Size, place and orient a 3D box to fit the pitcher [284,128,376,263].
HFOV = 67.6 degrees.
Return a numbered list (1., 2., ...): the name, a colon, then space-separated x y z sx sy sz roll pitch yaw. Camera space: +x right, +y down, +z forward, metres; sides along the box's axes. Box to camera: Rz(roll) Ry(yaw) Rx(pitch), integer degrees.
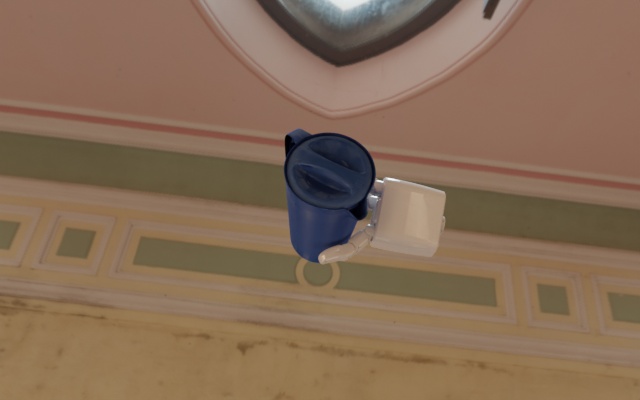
1. pitcher: 0.000 0.003 0.788 0.145 0.149 0.243 10 -29 0
